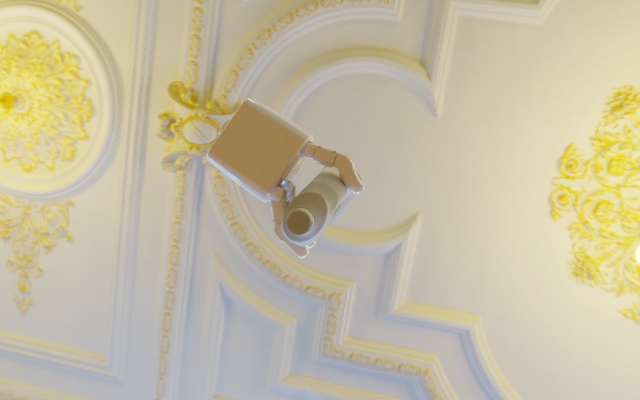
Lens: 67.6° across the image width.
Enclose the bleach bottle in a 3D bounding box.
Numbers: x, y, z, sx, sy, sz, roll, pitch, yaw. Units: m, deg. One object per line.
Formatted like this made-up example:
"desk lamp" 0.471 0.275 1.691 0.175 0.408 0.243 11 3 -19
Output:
"bleach bottle" 0.000 0.002 0.664 0.068 0.102 0.251 33 12 4
